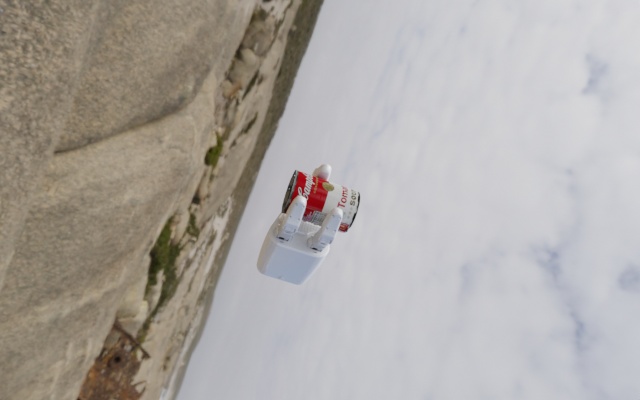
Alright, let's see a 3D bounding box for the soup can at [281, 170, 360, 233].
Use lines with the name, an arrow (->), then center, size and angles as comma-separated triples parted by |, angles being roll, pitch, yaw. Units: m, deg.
soup can -> 0.001, 0.002, 0.713 | 0.102, 0.068, 0.068 | 19, -3, -9
